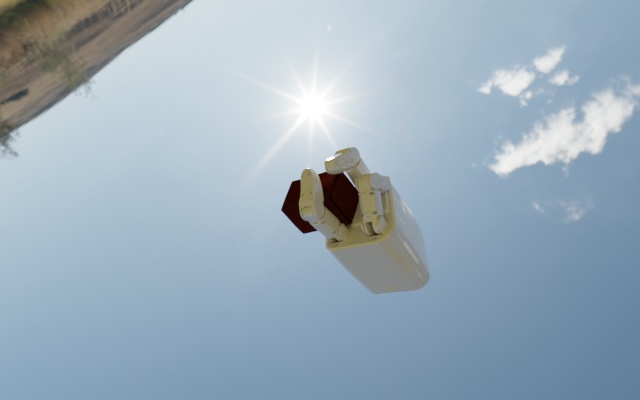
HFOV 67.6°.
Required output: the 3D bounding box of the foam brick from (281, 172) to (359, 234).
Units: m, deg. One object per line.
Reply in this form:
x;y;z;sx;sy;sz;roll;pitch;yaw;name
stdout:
0.000;0.002;0.598;0.078;0.053;0.051;-14;-49;36;foam brick
